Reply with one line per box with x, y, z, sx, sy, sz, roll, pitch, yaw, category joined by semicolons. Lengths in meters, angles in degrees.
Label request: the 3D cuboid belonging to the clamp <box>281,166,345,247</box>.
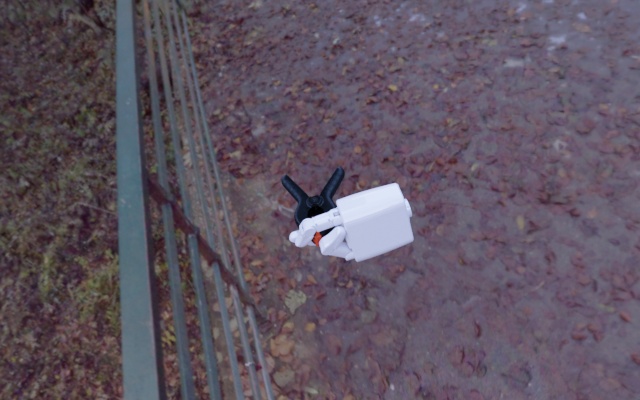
0.000;0.003;0.866;0.120;0.171;0.039;-19;-38;2;clamp
